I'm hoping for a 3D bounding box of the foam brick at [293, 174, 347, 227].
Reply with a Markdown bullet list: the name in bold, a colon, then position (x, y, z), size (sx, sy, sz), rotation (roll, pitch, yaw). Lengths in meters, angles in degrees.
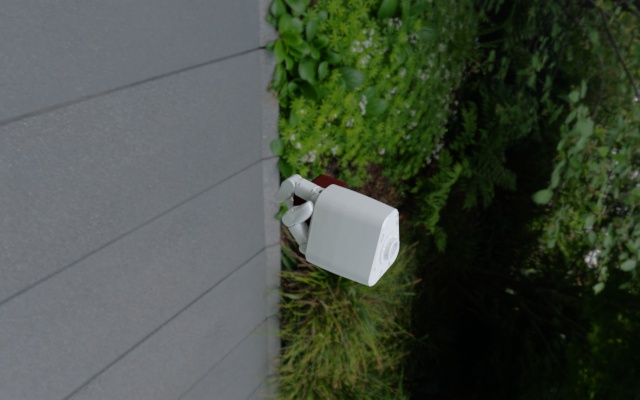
- **foam brick**: position (0.000, 0.002, 0.739), size (0.051, 0.053, 0.078), rotation (20, 36, 28)
